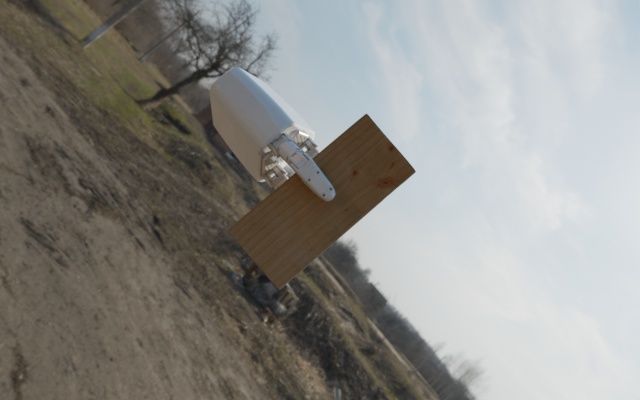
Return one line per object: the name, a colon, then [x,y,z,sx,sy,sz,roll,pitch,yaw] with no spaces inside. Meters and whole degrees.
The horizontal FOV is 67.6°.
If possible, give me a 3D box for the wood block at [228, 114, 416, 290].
wood block: [0.000,0.001,0.577,0.206,0.090,0.091,-41,1,-4]
